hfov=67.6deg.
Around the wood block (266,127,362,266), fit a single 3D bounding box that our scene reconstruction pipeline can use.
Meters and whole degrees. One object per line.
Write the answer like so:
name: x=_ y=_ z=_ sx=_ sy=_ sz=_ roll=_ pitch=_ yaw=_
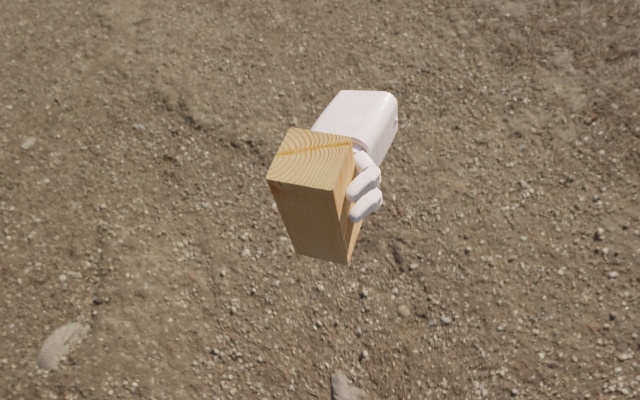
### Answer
wood block: x=0.000 y=0.002 z=0.687 sx=0.091 sy=0.090 sz=0.206 roll=11 pitch=-31 yaw=17
